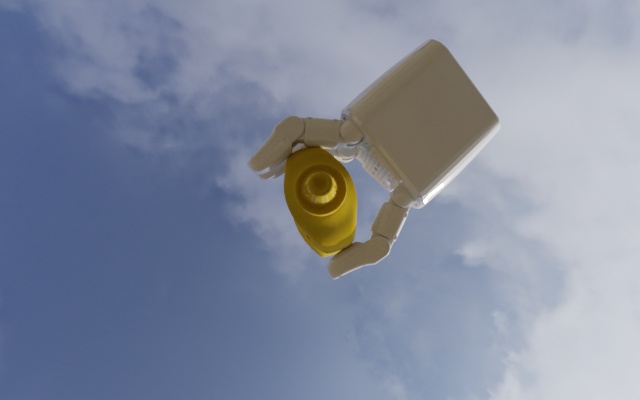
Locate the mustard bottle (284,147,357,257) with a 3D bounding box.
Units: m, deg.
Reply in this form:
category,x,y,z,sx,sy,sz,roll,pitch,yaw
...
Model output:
category,x,y,z,sx,sy,sz,roll,pitch,yaw
mustard bottle,0.000,0.002,0.441,0.058,0.096,0.191,-18,-8,-3
